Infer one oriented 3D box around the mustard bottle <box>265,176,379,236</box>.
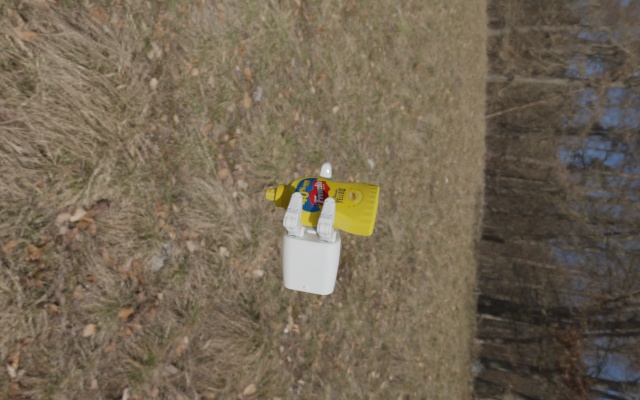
[{"bbox_3d":[0.000,0.002,0.816,0.191,0.096,0.058,8,-40,9],"label":"mustard bottle"}]
